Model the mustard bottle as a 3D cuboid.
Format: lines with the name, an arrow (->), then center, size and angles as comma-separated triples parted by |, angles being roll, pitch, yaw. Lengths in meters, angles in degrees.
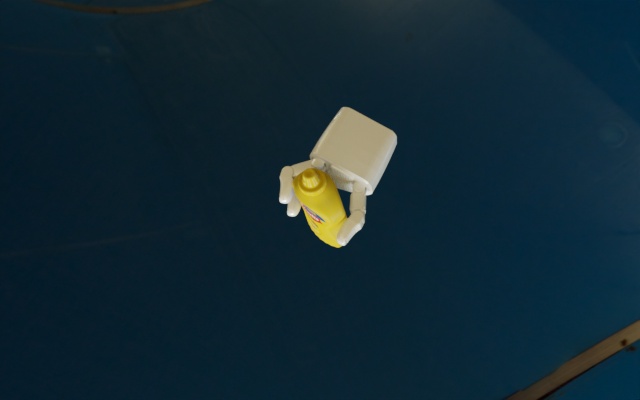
mustard bottle -> 0.000, 0.003, 0.747 | 0.058, 0.096, 0.192 | -37, -26, -8
